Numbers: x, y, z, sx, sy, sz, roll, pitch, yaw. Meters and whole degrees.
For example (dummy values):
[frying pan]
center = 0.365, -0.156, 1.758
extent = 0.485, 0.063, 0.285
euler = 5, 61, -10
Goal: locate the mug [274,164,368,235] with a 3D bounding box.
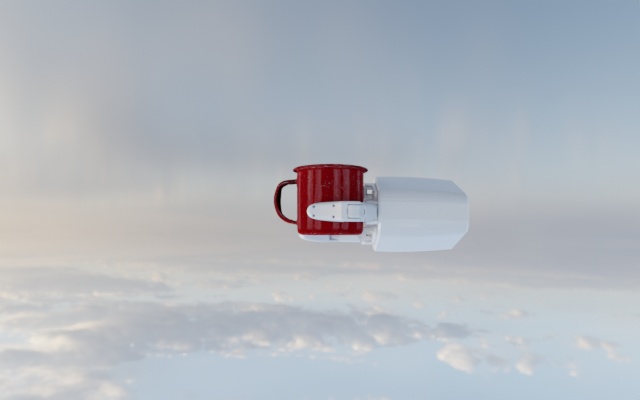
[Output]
[mug]
center = -0.001, 0.002, 0.589
extent = 0.117, 0.081, 0.093
euler = 0, -4, 4
